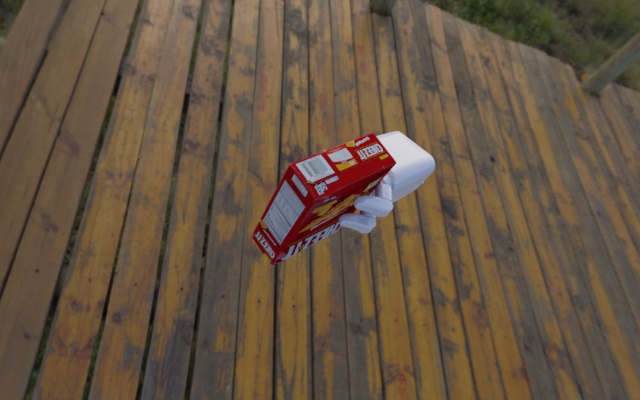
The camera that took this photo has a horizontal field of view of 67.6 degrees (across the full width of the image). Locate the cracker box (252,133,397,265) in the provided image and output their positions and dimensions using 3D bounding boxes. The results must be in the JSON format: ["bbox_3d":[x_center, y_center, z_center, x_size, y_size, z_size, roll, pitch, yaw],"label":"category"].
[{"bbox_3d":[0.000,0.002,0.750,0.164,0.072,0.214,-25,-19,-35],"label":"cracker box"}]
